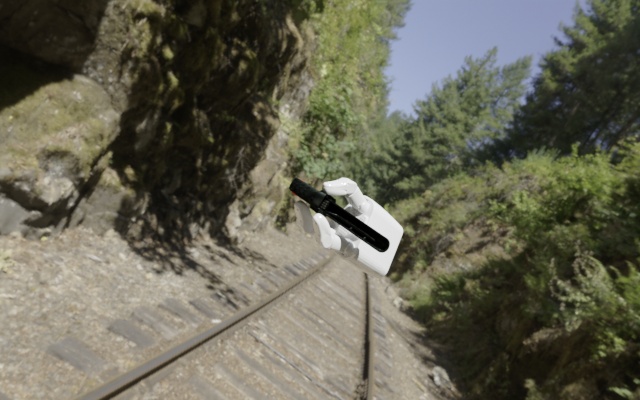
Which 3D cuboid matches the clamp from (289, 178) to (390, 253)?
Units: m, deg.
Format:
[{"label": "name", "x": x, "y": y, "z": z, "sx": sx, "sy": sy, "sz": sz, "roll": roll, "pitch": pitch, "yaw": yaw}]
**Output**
[{"label": "clamp", "x": 0.000, "y": 0.002, "z": 0.756, "sx": 0.165, "sy": 0.036, "sz": 0.210, "roll": 36, "pitch": -2, "yaw": -42}]
